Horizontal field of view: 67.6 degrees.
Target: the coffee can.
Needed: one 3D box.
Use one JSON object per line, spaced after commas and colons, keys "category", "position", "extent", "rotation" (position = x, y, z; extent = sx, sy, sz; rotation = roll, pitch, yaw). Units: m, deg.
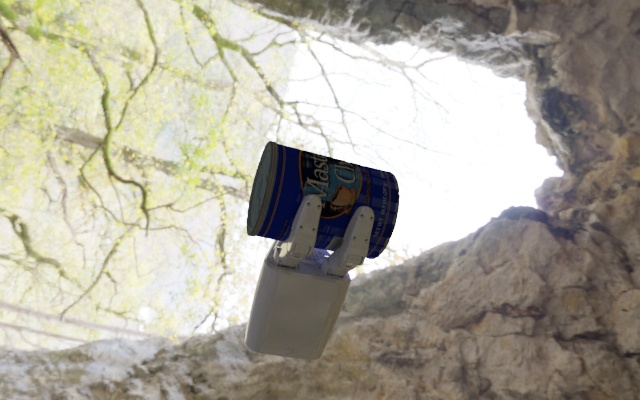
{"category": "coffee can", "position": [0.000, 0.001, 0.520], "extent": [0.140, 0.103, 0.103], "rotation": [13, -4, -16]}
